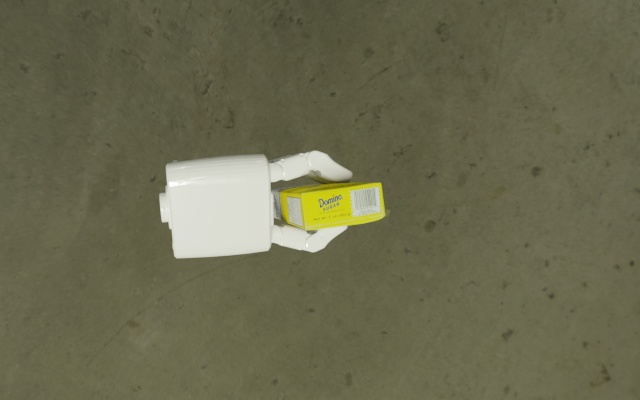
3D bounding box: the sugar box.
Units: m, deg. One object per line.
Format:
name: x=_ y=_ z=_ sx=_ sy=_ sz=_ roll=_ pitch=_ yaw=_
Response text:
sugar box: x=0.000 y=0.001 z=0.581 sx=0.093 sy=0.048 sz=0.176 roll=-7 pitch=7 yaw=-17
